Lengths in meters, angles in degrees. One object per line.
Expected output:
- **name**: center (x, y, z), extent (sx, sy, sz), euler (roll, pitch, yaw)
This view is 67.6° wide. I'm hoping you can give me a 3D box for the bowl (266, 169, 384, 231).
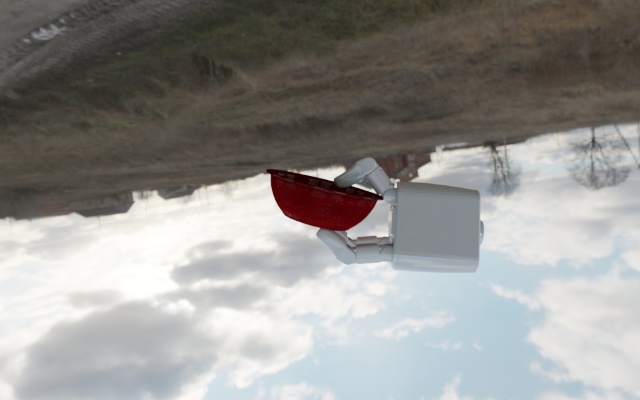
- **bowl**: center (-0.001, 0.002, 0.640), extent (0.162, 0.055, 0.162), euler (14, 7, -2)
